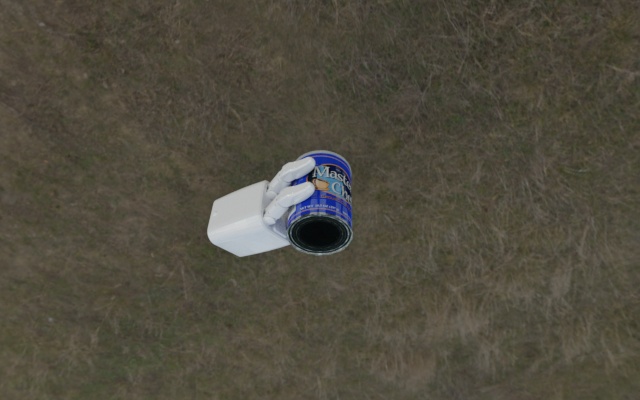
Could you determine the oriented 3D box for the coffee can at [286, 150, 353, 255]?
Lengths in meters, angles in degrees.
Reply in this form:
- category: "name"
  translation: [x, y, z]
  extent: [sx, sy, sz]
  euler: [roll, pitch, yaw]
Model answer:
- category: "coffee can"
  translation: [0.000, 0.002, 0.776]
  extent: [0.103, 0.140, 0.103]
  euler: [1, -43, 1]
